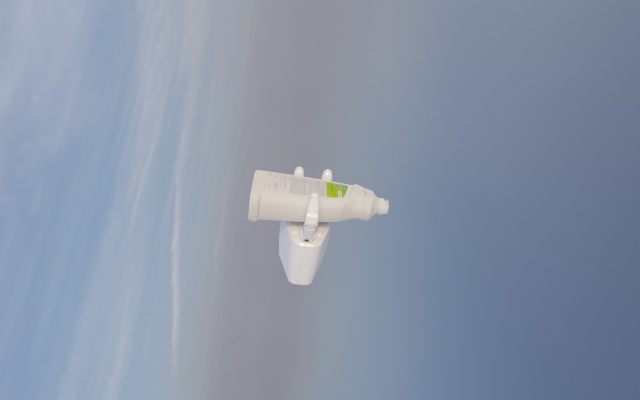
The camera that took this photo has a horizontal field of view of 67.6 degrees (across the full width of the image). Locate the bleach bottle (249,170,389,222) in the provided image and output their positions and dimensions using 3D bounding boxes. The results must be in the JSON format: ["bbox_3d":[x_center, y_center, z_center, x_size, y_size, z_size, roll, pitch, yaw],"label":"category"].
[{"bbox_3d":[0.000,0.003,0.873,0.251,0.068,0.102,7,36,-5],"label":"bleach bottle"}]
